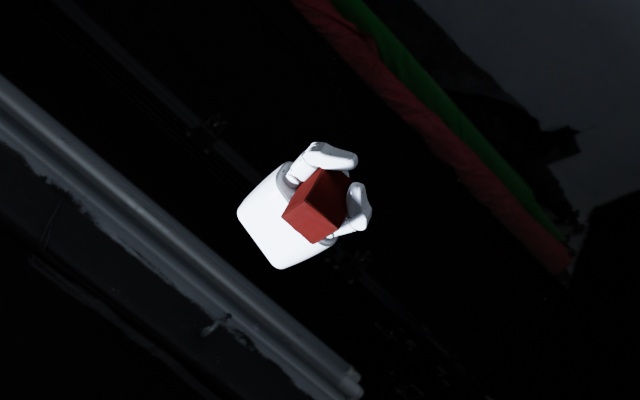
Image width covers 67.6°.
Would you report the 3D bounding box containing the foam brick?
[{"bbox_3d":[0.000,0.002,0.555,0.051,0.053,0.078,-34,20,43],"label":"foam brick"}]
